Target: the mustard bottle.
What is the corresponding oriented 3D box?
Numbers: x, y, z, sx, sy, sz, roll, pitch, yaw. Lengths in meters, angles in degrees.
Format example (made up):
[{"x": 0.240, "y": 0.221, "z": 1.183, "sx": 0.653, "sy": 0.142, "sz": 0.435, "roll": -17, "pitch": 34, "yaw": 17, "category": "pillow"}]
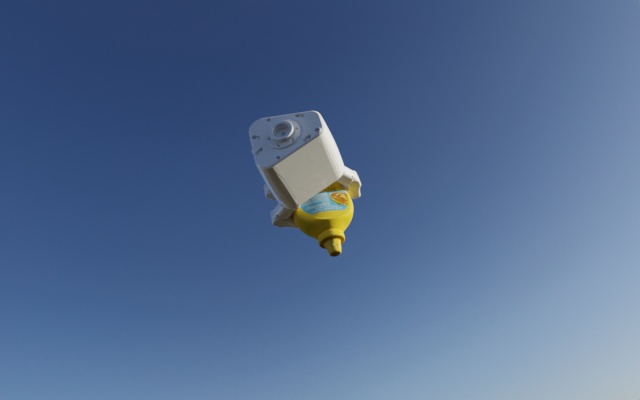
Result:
[{"x": 0.000, "y": 0.002, "z": 0.761, "sx": 0.096, "sy": 0.191, "sz": 0.058, "roll": -7, "pitch": -35, "yaw": -15, "category": "mustard bottle"}]
